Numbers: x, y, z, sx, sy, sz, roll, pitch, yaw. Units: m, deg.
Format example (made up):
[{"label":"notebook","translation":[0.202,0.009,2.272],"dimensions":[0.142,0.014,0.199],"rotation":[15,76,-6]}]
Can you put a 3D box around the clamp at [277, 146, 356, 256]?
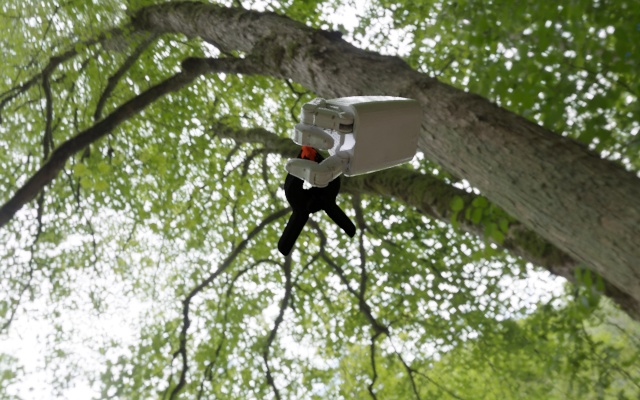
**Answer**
[{"label":"clamp","translation":[0.000,0.002,0.672],"dimensions":[0.120,0.172,0.039],"rotation":[-11,39,-22]}]
